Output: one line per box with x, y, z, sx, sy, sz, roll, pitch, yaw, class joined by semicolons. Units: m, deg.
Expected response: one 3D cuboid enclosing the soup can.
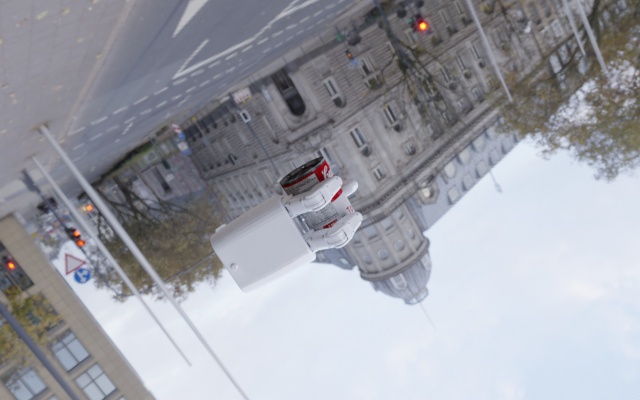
0.001;0.002;0.638;0.068;0.102;0.068;-29;13;7;soup can
